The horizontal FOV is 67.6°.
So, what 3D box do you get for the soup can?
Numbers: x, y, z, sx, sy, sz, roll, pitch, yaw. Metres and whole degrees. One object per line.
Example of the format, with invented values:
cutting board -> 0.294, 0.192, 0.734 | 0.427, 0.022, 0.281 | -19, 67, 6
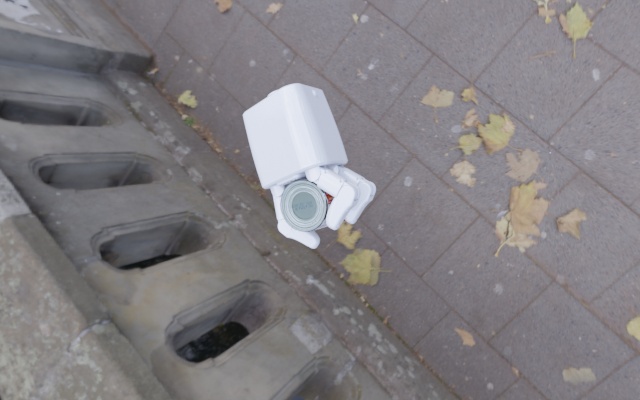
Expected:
soup can -> 0.000, 0.003, 0.634 | 0.068, 0.068, 0.102 | 0, 5, 26
